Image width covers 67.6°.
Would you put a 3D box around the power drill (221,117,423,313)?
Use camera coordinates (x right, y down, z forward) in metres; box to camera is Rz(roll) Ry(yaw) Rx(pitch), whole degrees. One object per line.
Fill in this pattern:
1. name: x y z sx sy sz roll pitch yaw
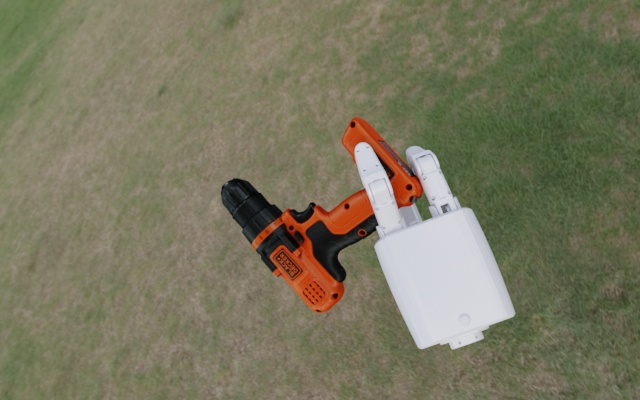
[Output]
1. power drill: 0.001 0.002 0.516 0.188 0.184 0.057 -45 -7 19
